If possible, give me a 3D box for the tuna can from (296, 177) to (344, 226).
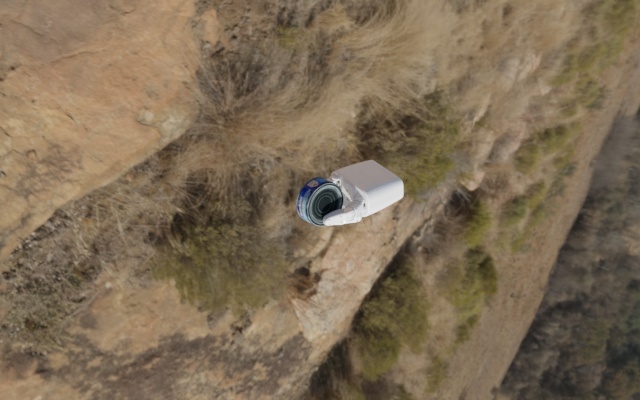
[{"bbox_3d":[0.000,0.003,0.867,0.086,0.086,0.033,0,18,-39],"label":"tuna can"}]
